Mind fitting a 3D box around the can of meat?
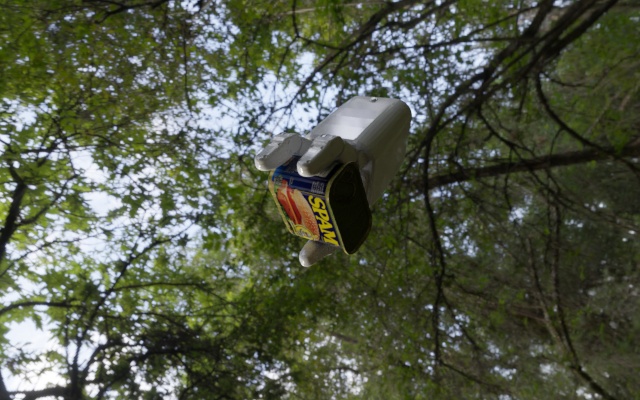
[{"bbox_3d":[0.000,0.002,0.518,0.084,0.102,0.057,14,49,35],"label":"can of meat"}]
